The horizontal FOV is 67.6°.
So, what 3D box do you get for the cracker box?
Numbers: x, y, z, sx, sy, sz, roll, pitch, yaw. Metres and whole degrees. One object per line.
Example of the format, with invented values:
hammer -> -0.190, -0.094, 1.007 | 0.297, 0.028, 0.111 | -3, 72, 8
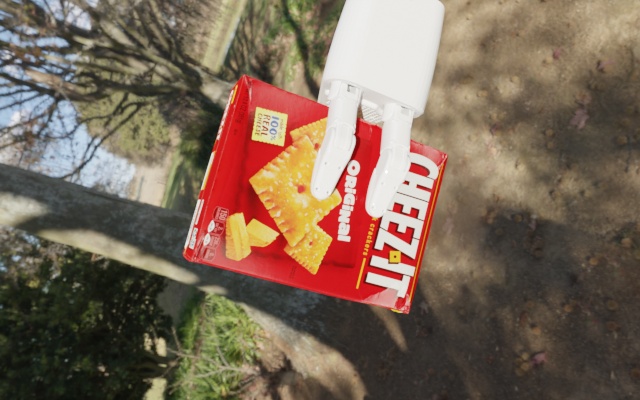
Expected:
cracker box -> 0.000, 0.001, 0.449 | 0.214, 0.164, 0.072 | 17, -6, -19
